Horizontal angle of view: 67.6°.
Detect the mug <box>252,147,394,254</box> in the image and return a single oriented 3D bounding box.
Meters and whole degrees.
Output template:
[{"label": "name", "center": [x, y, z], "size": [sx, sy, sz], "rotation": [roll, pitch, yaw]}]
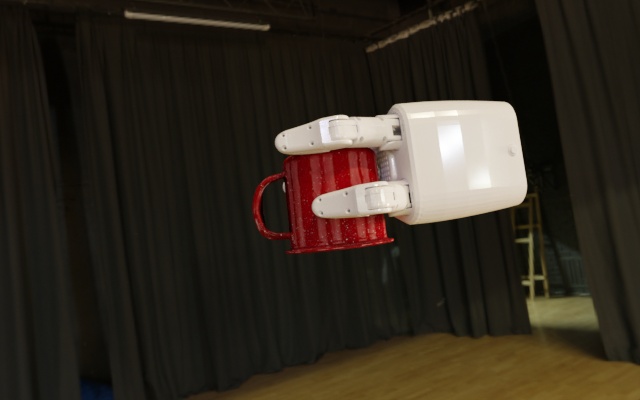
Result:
[{"label": "mug", "center": [-0.001, 0.001, 0.409], "size": [0.117, 0.081, 0.093], "rotation": [-6, -4, -12]}]
